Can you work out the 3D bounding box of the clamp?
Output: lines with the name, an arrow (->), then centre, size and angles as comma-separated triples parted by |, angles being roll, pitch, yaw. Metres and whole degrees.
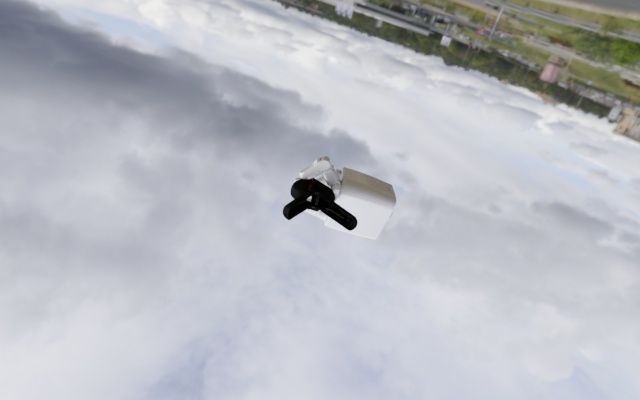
clamp -> 0.000, 0.003, 0.809 | 0.120, 0.039, 0.171 | 19, 22, -8
